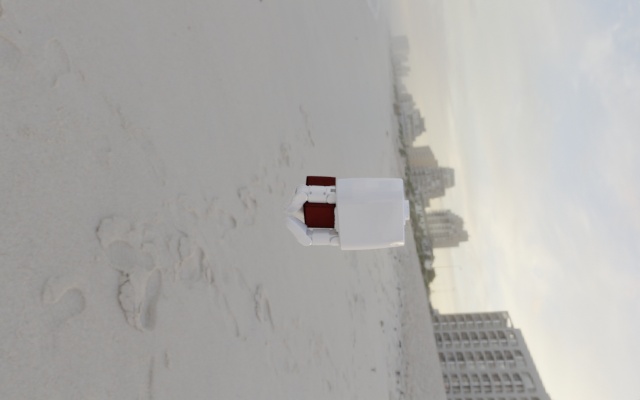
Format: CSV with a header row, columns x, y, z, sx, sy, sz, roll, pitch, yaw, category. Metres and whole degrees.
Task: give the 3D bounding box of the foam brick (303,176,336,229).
x,y,z,sx,sy,sz,roll,pitch,yaw,category
0.000,0.002,0.806,0.051,0.053,0.078,0,44,4,foam brick
